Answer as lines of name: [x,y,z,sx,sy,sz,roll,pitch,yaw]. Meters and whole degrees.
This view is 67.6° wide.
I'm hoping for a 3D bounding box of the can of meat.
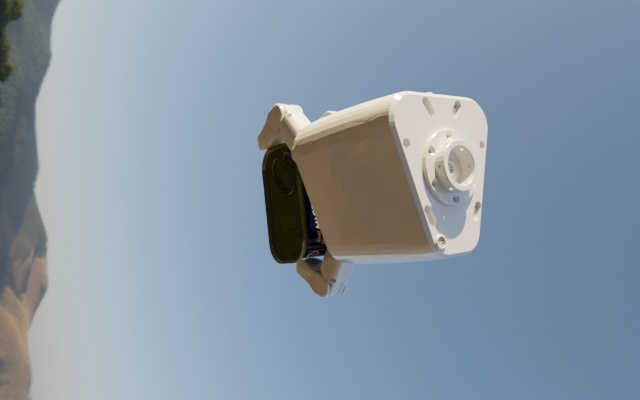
can of meat: [0.000,0.002,0.431,0.084,0.102,0.057,-3,-6,-34]
